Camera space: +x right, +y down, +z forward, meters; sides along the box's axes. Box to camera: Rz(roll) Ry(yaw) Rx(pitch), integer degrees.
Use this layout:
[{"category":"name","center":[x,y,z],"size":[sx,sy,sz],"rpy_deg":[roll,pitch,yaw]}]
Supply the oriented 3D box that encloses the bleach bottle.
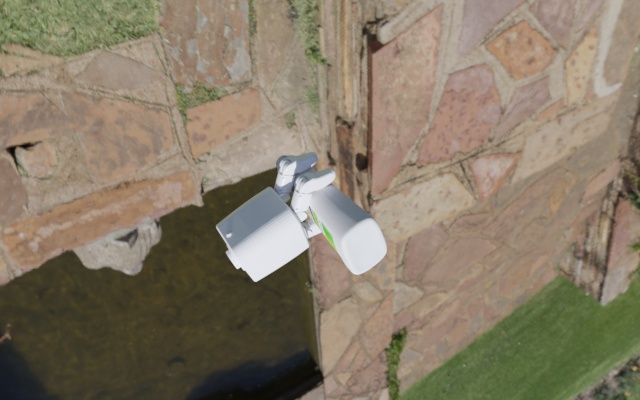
[{"category":"bleach bottle","center":[0.000,0.002,0.757],"size":[0.068,0.103,0.250],"rpy_deg":[-35,45,-10]}]
